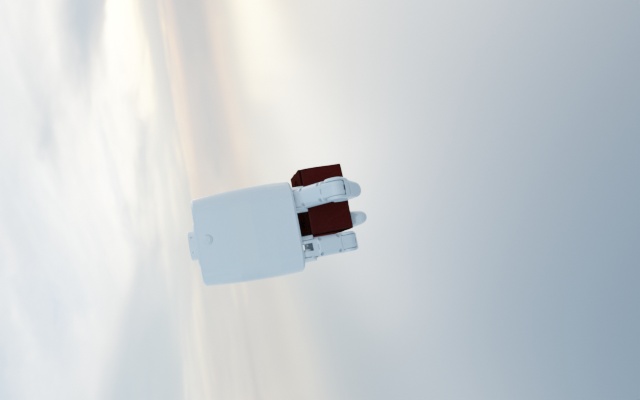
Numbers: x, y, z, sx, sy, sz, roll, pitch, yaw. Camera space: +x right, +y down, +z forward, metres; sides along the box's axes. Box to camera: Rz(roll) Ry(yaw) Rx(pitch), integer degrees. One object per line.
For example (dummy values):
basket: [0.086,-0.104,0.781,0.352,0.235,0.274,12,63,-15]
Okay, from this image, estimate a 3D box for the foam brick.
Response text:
foam brick: [0.000,0.002,0.552,0.051,0.078,0.053,-9,-7,-14]
